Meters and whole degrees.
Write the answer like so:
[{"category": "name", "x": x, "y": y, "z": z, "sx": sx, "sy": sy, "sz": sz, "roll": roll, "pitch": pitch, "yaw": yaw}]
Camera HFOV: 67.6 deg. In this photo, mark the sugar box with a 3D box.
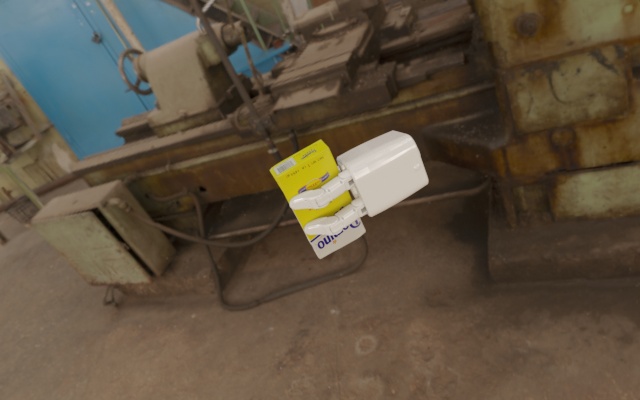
[{"category": "sugar box", "x": 0.000, "y": 0.003, "z": 0.757, "sx": 0.093, "sy": 0.176, "sz": 0.048, "roll": -30, "pitch": 31, "yaw": -4}]
